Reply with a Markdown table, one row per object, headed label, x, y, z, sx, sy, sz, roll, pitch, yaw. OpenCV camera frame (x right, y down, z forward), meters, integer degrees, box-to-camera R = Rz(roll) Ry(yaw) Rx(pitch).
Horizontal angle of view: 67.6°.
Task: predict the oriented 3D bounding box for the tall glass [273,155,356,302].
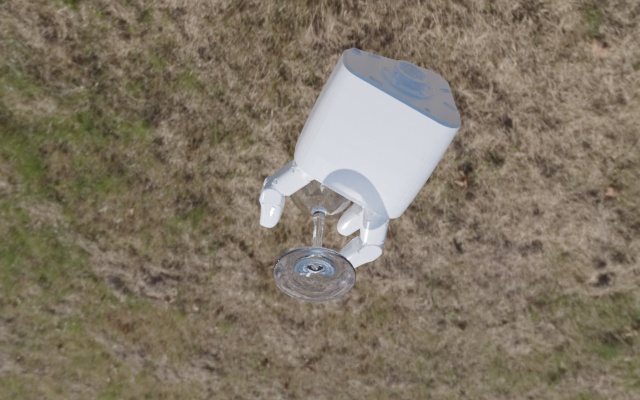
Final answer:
| label | x | y | z | sx | sy | sz | roll | pitch | yaw |
| --- | --- | --- | --- | --- | --- | --- | --- | --- | --- |
| tall glass | 0.000 | 0.002 | 0.497 | 0.079 | 0.079 | 0.200 | 0 | 41 | 4 |
